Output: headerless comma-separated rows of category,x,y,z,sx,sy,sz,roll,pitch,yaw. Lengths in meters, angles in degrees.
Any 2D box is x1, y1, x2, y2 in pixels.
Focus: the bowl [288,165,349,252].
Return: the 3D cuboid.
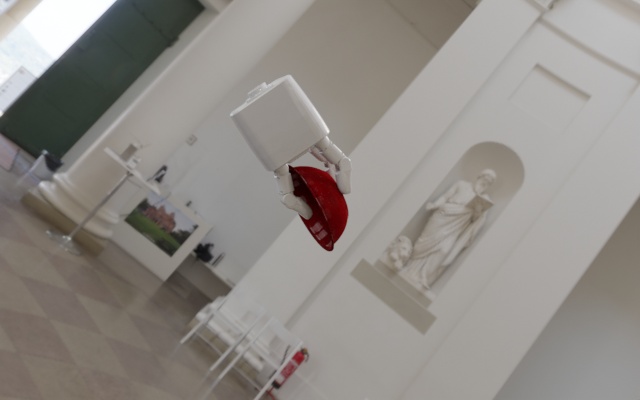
bowl,0.001,0.004,0.800,0.055,0.162,0.162,-28,8,-15
